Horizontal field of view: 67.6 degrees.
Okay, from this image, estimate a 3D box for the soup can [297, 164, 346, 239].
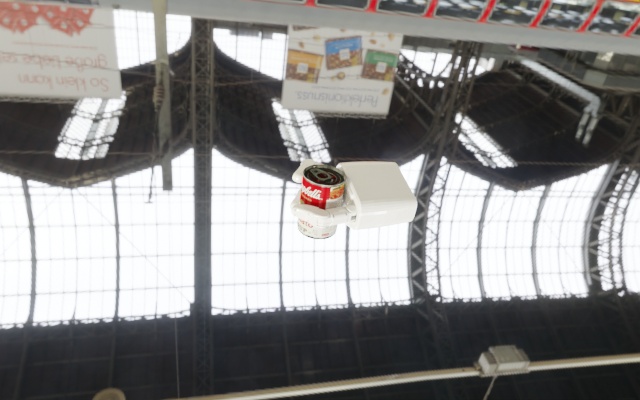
[{"bbox_3d":[0.000,0.003,0.763,0.068,0.102,0.068,6,31,-4],"label":"soup can"}]
